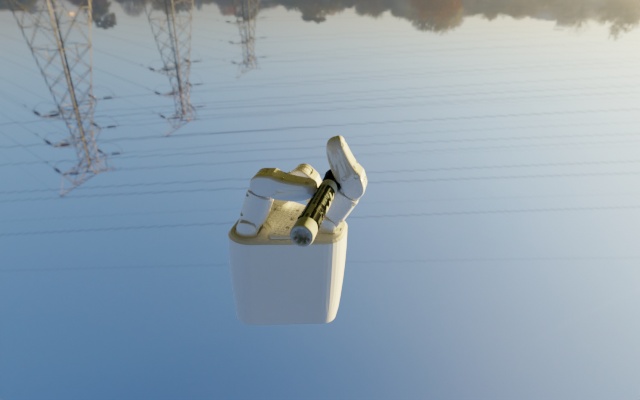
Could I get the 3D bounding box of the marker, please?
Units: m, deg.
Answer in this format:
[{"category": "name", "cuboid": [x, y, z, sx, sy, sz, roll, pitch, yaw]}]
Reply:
[{"category": "marker", "cuboid": [0.000, 0.001, 0.411, 0.020, 0.020, 0.121, 0, 26, 15]}]
